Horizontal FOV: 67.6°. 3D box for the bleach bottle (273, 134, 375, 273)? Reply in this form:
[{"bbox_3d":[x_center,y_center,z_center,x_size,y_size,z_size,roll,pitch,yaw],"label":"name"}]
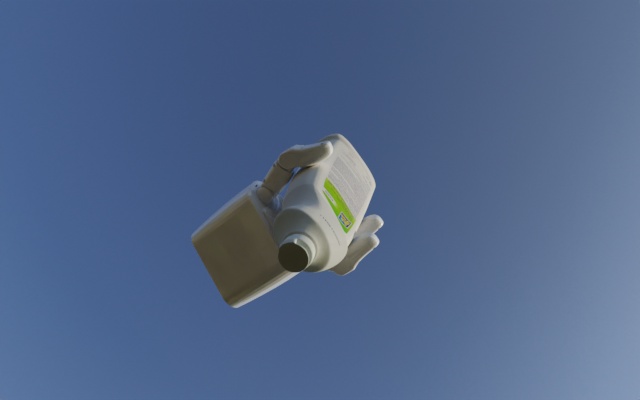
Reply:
[{"bbox_3d":[0.000,0.002,0.522,0.068,0.102,0.250,-35,8,22],"label":"bleach bottle"}]
